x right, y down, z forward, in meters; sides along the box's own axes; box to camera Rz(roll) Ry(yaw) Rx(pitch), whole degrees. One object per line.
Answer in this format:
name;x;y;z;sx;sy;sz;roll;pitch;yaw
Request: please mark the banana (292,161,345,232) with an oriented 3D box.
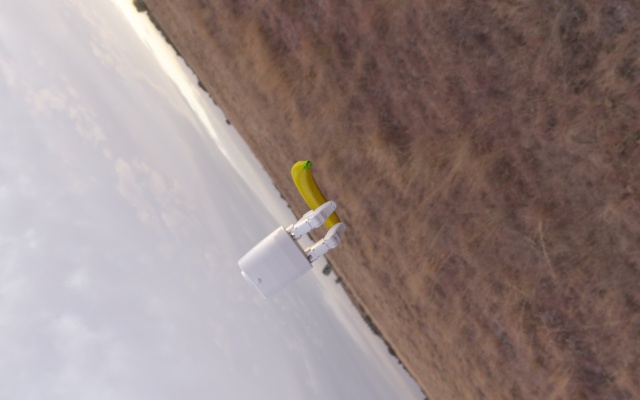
banana;-0.010;-0.008;0.898;0.037;0.198;0.069;-36;42;-8
